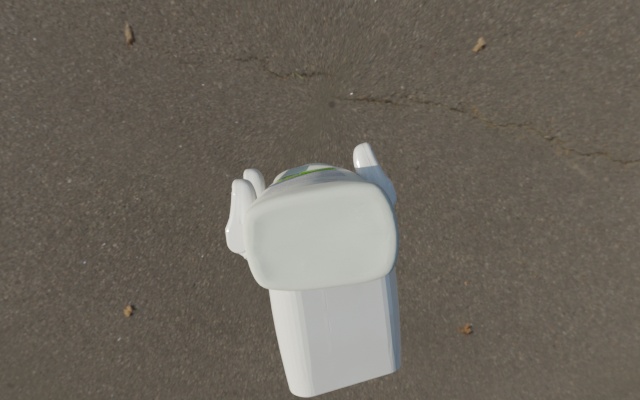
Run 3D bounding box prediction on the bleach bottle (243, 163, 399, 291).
[{"bbox_3d":[0.000,0.001,0.421,0.102,0.068,0.250,-8,11,2],"label":"bleach bottle"}]
